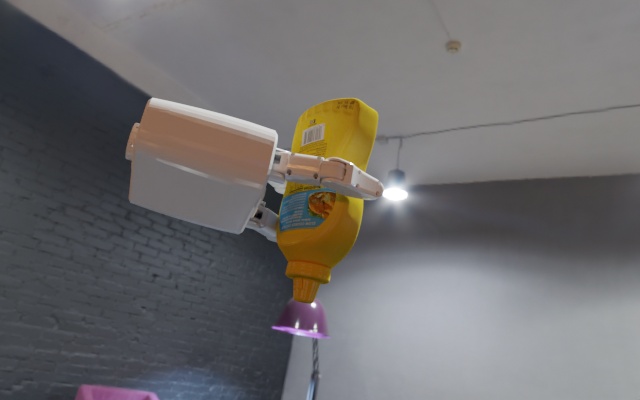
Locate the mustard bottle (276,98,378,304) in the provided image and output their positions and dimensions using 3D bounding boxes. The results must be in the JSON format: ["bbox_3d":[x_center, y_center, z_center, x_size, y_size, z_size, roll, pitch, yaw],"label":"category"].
[{"bbox_3d":[0.000,0.001,0.458,0.058,0.191,0.096,25,-23,-38],"label":"mustard bottle"}]
